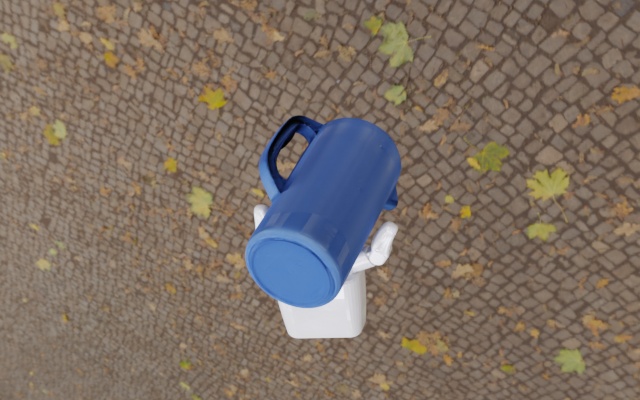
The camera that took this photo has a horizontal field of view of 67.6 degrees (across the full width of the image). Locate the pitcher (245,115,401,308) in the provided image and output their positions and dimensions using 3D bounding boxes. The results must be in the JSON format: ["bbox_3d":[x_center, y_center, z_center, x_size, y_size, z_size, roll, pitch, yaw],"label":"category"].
[{"bbox_3d":[0.000,0.002,0.574,0.149,0.145,0.242,7,36,19],"label":"pitcher"}]
